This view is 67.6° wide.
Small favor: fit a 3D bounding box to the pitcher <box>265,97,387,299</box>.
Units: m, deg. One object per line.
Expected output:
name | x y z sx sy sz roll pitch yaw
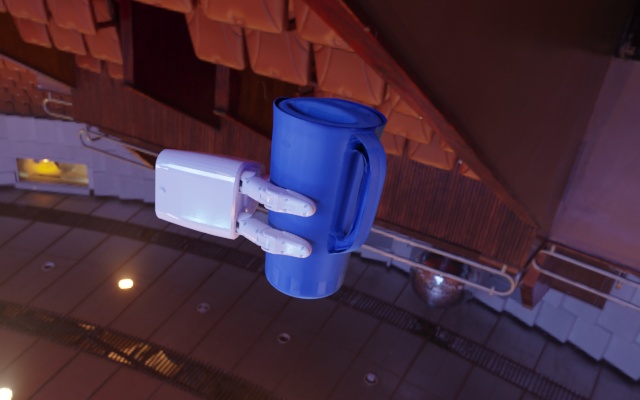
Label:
pitcher | 0.000 0.002 0.592 0.145 0.243 0.149 12 25 8
